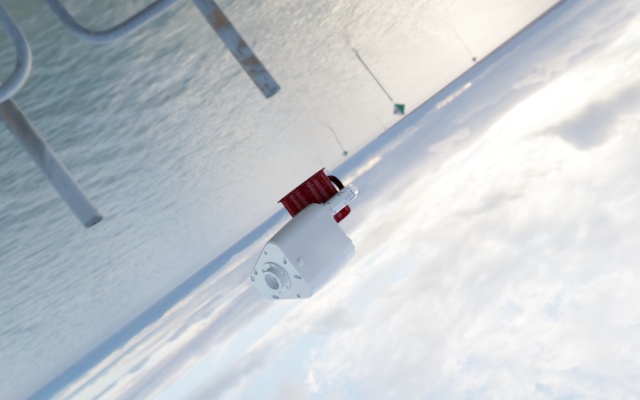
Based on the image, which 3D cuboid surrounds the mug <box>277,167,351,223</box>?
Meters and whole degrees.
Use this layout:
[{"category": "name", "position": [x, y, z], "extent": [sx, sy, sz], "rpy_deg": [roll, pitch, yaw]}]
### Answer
[{"category": "mug", "position": [0.001, 0.002, 0.756], "extent": [0.117, 0.081, 0.093], "rpy_deg": [-38, 2, -44]}]
